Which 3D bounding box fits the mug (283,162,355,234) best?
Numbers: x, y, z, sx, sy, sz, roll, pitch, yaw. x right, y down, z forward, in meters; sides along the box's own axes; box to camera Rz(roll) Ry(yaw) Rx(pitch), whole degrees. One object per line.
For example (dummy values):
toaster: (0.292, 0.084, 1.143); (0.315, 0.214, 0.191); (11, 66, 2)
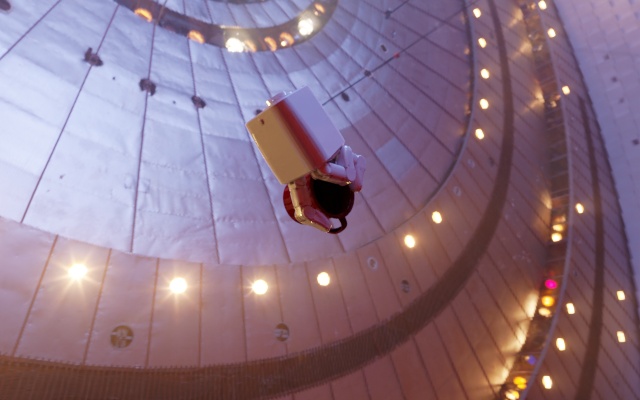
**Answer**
mug: (0.001, 0.004, 0.768); (0.081, 0.117, 0.093); (-20, 16, 46)
